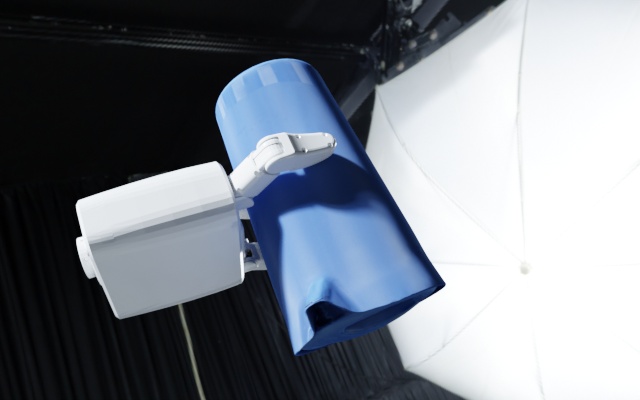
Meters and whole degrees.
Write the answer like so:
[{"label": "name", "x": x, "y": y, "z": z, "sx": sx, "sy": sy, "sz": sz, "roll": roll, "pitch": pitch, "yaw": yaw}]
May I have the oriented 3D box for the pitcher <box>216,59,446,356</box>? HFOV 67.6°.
[{"label": "pitcher", "x": 0.000, "y": 0.001, "z": 0.431, "sx": 0.145, "sy": 0.242, "sz": 0.149, "roll": -17, "pitch": -21, "yaw": -21}]
